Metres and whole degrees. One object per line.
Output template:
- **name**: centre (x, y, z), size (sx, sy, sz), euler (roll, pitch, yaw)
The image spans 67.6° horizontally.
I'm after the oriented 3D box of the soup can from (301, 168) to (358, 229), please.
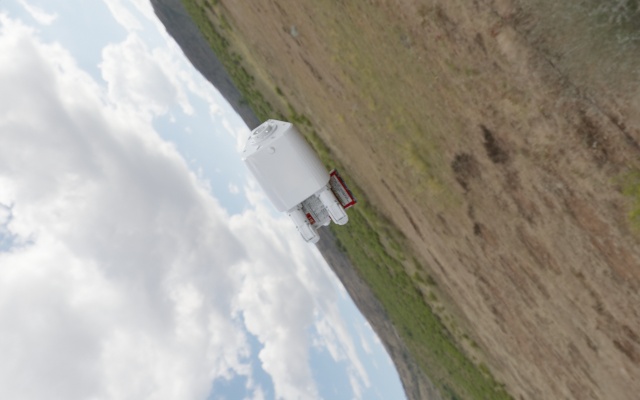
- **soup can**: centre (0.000, 0.003, 0.774), size (0.102, 0.068, 0.068), euler (-34, -2, 3)
